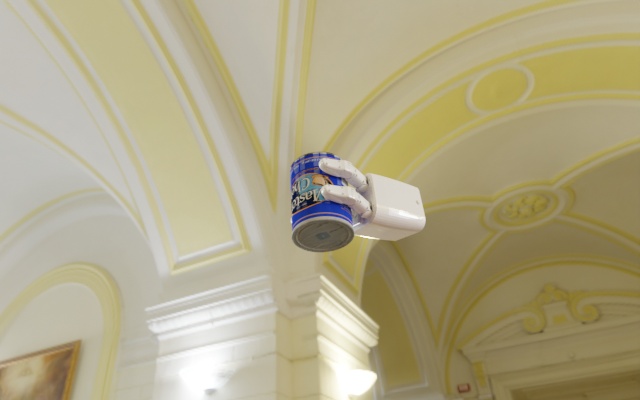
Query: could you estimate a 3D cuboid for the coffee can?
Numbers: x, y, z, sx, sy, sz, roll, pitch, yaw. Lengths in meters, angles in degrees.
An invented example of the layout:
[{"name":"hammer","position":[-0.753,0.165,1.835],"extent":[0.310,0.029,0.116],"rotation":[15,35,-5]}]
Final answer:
[{"name":"coffee can","position":[0.000,0.003,0.814],"extent":[0.103,0.140,0.103],"rotation":[-3,-35,-2]}]
